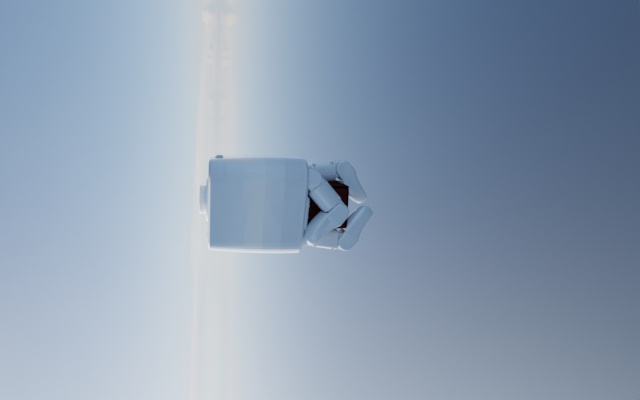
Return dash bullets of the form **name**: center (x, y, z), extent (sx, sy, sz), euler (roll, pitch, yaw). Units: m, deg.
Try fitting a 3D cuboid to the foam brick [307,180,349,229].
- **foam brick**: center (0.000, 0.002, 0.591), extent (0.051, 0.053, 0.078), euler (1, 8, -12)
